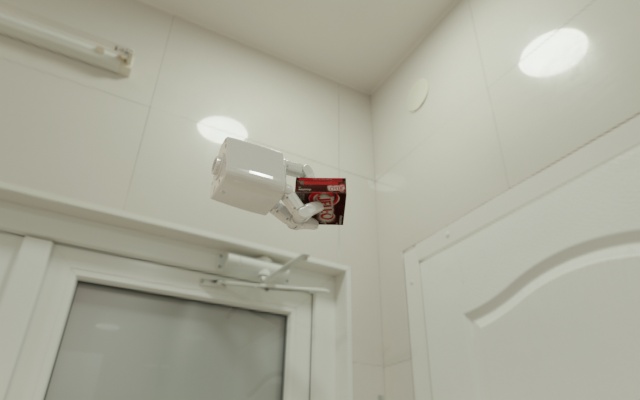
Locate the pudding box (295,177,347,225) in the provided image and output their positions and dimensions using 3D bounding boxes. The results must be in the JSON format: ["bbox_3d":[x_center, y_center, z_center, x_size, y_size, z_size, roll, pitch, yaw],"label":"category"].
[{"bbox_3d":[0.000,0.003,0.870,0.090,0.039,0.114,2,-31,1],"label":"pudding box"}]
